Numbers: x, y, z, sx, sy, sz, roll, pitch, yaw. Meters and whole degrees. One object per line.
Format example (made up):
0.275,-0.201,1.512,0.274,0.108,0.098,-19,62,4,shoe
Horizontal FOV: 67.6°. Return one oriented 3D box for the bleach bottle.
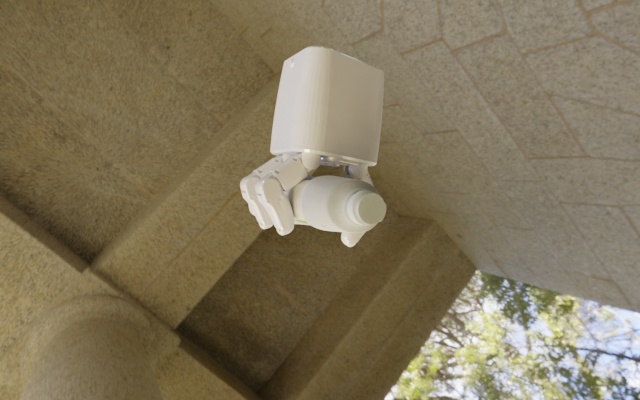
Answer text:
0.000,0.002,0.529,0.102,0.068,0.251,7,0,-25,bleach bottle
